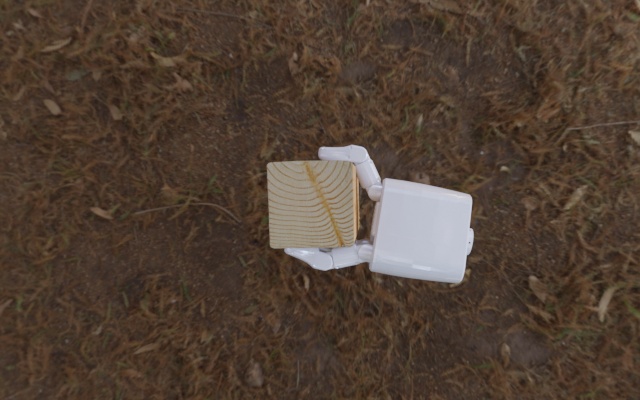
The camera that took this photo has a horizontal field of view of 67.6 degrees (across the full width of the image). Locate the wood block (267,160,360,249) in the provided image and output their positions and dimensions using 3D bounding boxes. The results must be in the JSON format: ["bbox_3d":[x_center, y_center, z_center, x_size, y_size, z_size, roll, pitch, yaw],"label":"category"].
[{"bbox_3d":[0.000,0.002,0.588,0.090,0.091,0.206,-1,1,6],"label":"wood block"}]
